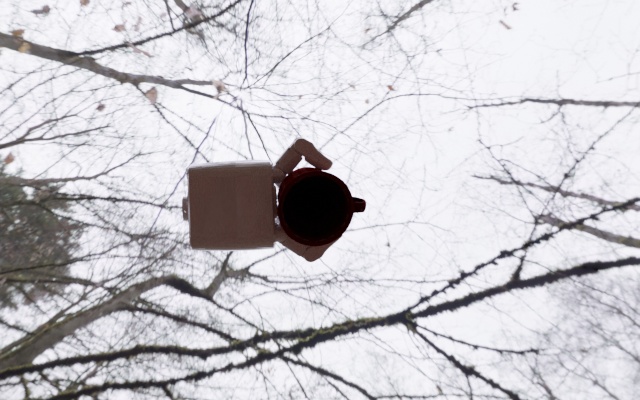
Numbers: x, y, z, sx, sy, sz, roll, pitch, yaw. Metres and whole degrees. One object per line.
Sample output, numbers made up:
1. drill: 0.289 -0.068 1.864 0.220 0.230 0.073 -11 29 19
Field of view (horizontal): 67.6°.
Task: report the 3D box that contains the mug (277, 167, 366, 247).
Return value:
1. mug: 0.001 0.002 0.610 0.117 0.093 0.081 -1 12 -10
